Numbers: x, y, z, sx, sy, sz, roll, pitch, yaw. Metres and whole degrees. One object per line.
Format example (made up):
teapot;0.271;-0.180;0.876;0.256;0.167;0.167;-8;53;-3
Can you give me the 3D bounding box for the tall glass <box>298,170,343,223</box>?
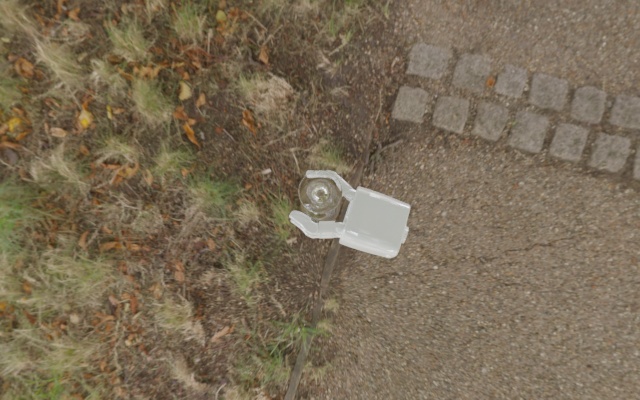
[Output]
tall glass;0.000;0.003;0.895;0.079;0.079;0.201;0;-10;0
